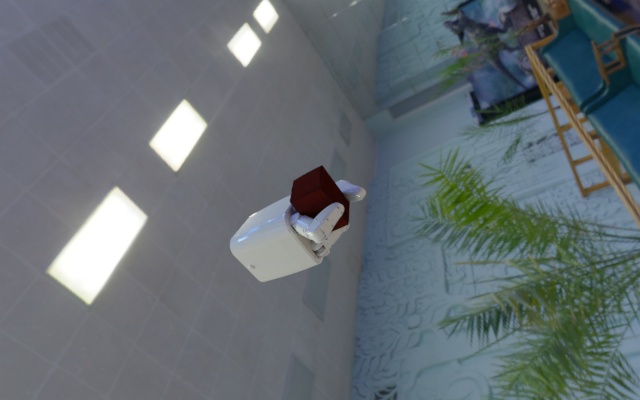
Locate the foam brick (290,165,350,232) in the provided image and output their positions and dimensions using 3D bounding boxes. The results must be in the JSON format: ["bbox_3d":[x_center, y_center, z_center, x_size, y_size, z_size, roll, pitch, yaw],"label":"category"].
[{"bbox_3d":[0.000,0.002,0.671,0.051,0.078,0.053,-24,33,23],"label":"foam brick"}]
